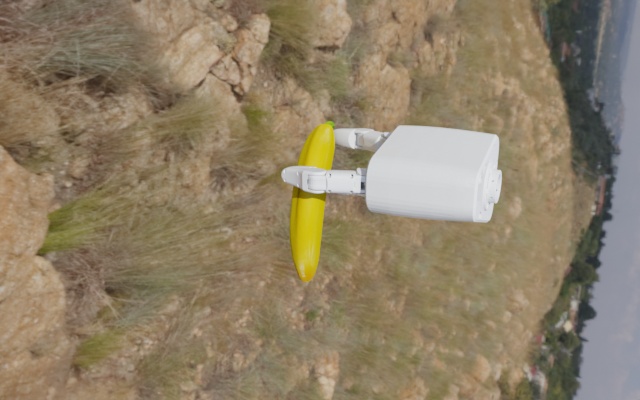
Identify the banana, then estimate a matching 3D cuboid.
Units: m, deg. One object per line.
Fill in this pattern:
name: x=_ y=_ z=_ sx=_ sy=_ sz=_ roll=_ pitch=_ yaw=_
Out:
banana: x=-0.007 y=-0.005 z=0.546 sx=0.037 sy=0.198 sz=0.070 roll=7 pitch=-7 yaw=25
